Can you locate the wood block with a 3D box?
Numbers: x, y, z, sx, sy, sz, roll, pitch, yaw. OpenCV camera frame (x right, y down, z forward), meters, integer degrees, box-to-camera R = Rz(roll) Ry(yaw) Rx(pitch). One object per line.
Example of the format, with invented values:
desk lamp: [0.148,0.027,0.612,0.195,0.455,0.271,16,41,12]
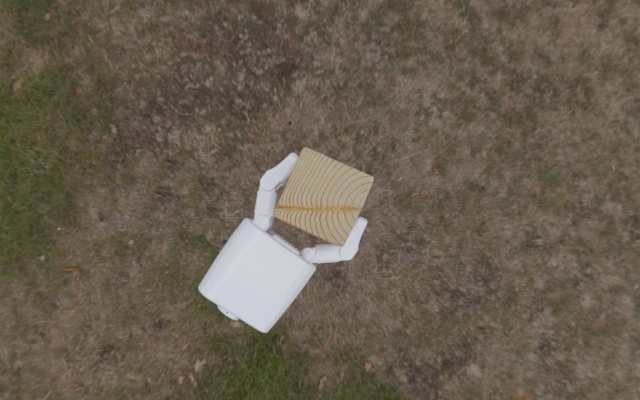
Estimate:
wood block: [0.000,0.003,0.642,0.091,0.090,0.206,25,-4,-1]
